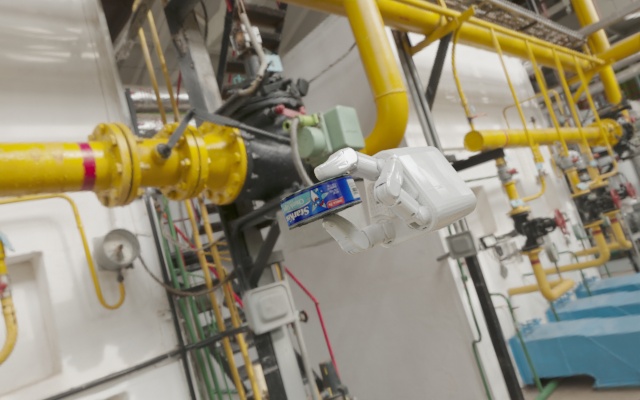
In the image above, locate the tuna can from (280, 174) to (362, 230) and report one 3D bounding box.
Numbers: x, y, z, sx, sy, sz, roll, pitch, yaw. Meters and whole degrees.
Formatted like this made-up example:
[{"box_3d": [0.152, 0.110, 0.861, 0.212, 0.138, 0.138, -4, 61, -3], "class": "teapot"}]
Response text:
[{"box_3d": [0.000, 0.001, 0.523, 0.086, 0.034, 0.086, -21, -4, -1], "class": "tuna can"}]
